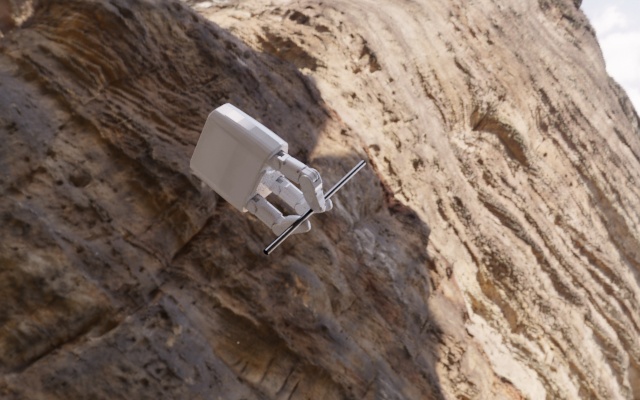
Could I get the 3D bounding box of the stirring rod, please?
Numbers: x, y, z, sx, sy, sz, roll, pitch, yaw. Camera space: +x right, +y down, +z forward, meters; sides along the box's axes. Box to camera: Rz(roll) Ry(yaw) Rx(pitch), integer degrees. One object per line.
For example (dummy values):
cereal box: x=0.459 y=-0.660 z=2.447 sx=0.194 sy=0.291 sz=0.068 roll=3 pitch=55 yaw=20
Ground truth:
stirring rod: x=0.000 y=0.002 z=0.655 sx=0.011 sy=0.011 sz=0.239 roll=0 pitch=30 yaw=39
